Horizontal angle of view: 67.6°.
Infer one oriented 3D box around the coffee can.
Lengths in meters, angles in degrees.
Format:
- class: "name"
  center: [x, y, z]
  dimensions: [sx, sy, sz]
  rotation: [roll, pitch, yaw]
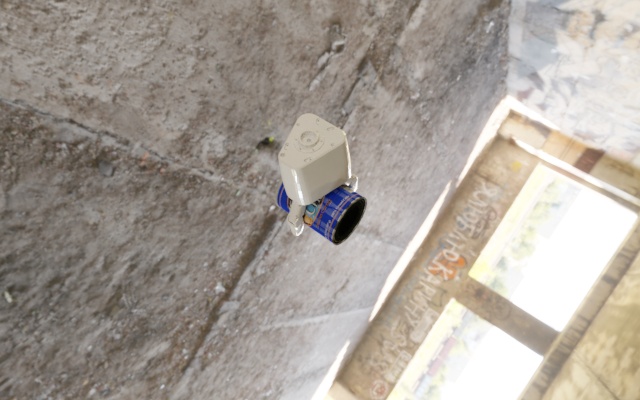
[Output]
- class: "coffee can"
  center: [0.000, 0.003, 0.886]
  dimensions: [0.140, 0.103, 0.103]
  rotation: [33, 14, 23]
